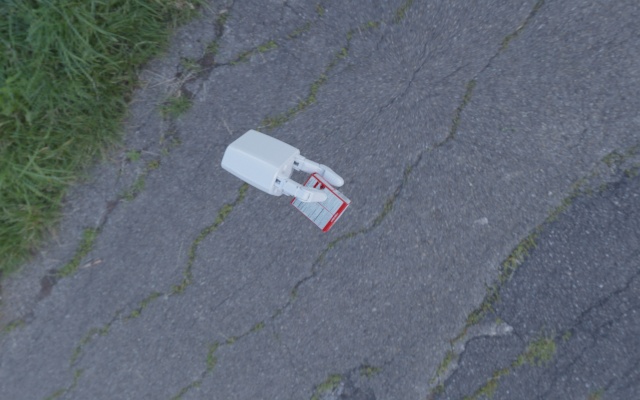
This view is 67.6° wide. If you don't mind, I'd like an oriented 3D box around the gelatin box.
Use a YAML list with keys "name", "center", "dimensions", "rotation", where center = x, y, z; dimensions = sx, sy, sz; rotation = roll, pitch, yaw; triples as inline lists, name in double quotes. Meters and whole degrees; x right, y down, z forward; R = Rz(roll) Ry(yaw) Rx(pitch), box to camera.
- name: "gelatin box"
  center: [0.000, 0.003, 0.889]
  dimensions: [0.089, 0.073, 0.030]
  rotation: [40, 20, 8]
